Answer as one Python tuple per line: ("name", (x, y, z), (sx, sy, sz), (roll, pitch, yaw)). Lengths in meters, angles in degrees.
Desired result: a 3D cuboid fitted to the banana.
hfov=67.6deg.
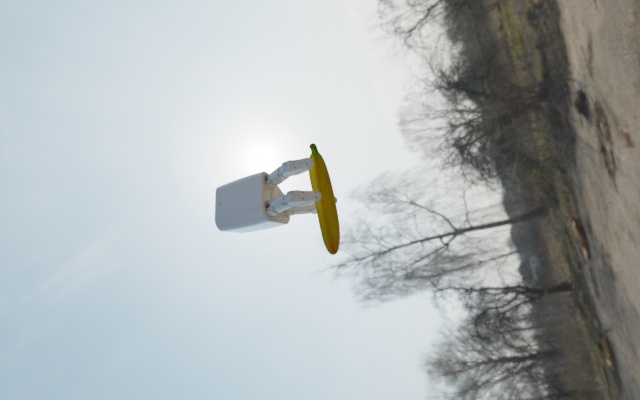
("banana", (0.004, -0.001, 0.860), (0.037, 0.198, 0.069), (-14, -3, 15))
